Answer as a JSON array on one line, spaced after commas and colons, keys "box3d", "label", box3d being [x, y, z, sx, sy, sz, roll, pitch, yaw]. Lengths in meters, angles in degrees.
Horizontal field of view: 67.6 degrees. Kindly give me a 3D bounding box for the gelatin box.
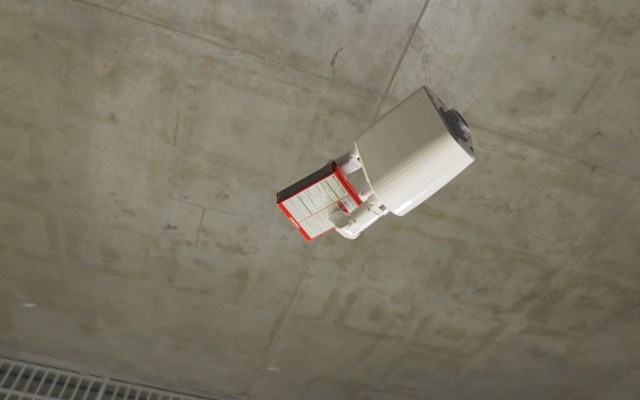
[{"box3d": [0.000, 0.002, 0.608, 0.089, 0.073, 0.030, -29, 31, 15], "label": "gelatin box"}]
